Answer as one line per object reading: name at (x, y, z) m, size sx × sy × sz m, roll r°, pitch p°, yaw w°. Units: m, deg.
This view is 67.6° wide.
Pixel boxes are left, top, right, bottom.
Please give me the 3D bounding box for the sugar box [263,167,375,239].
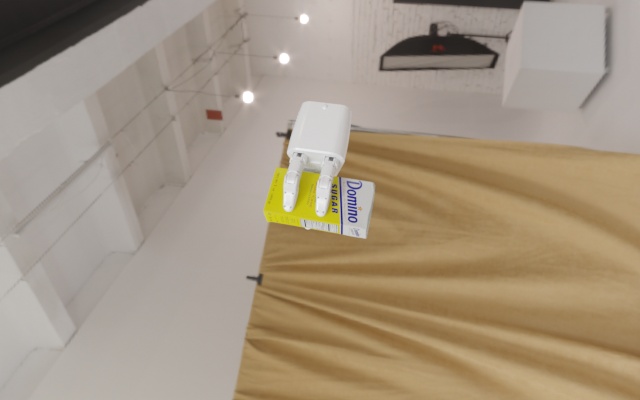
sugar box at (0.000, 0.002, 0.814) m, size 0.176 × 0.093 × 0.048 m, roll 8°, pitch -28°, yaw 10°
